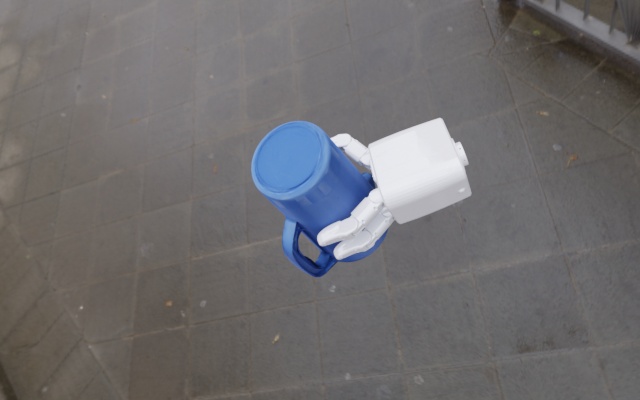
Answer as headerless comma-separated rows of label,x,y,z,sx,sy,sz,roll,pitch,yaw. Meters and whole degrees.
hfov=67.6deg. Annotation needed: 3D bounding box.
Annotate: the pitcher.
pitcher,0.000,0.002,0.673,0.145,0.149,0.243,-22,-29,14
